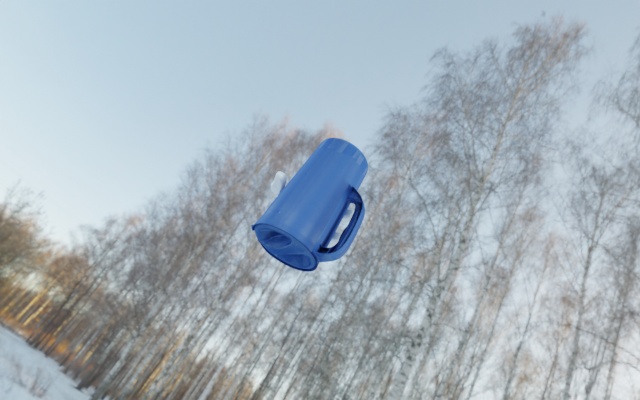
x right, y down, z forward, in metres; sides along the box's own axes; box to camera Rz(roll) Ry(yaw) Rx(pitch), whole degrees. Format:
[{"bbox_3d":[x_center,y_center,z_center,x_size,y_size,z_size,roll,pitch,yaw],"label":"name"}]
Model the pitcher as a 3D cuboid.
[{"bbox_3d":[0.000,0.003,0.878,0.149,0.242,0.145,38,-29,-8],"label":"pitcher"}]
